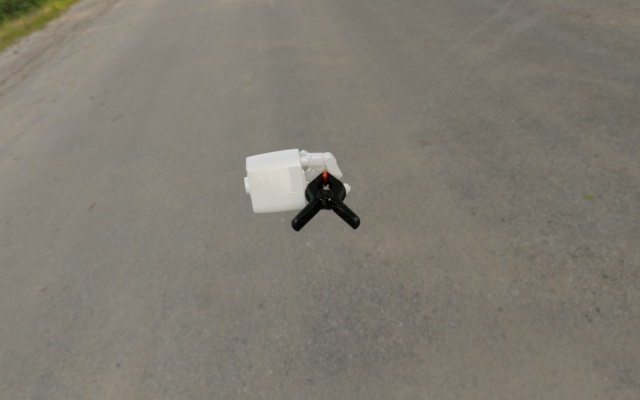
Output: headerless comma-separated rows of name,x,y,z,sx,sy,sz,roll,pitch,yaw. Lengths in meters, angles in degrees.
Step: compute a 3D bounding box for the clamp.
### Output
clamp,0.000,0.002,0.894,0.120,0.039,0.171,-2,33,-8
